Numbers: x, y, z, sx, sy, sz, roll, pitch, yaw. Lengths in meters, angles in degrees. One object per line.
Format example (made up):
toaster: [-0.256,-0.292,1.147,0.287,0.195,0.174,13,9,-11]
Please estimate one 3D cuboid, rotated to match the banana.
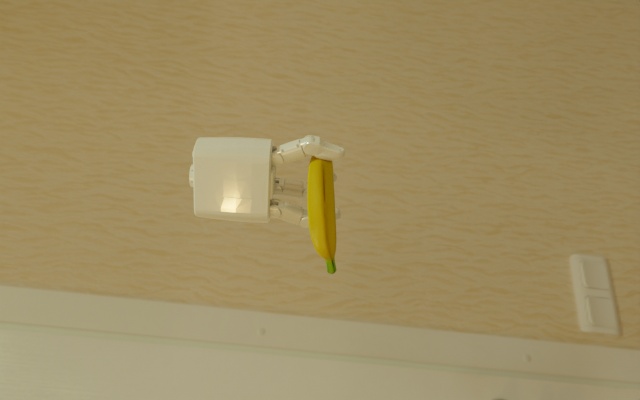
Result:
banana: [0.001,-0.004,0.651,0.037,0.197,0.070,-1,-29,-1]
